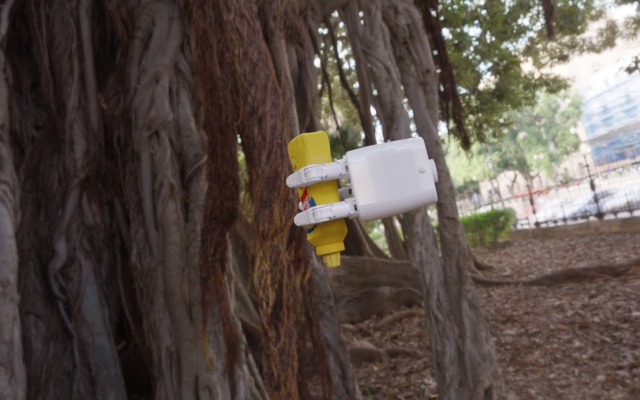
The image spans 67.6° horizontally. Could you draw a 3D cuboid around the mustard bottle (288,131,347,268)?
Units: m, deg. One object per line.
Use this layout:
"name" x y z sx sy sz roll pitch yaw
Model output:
"mustard bottle" 0.000 0.002 0.696 0.058 0.191 0.096 -11 -5 -17
